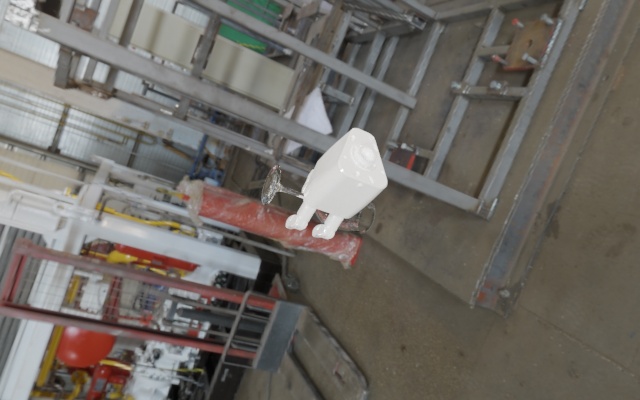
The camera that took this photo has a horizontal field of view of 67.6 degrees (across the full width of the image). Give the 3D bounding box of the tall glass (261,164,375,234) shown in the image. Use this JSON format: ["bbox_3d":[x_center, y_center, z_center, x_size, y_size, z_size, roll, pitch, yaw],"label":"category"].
[{"bbox_3d":[-0.001,0.003,0.864,0.201,0.079,0.079,20,-8,-23],"label":"tall glass"}]
